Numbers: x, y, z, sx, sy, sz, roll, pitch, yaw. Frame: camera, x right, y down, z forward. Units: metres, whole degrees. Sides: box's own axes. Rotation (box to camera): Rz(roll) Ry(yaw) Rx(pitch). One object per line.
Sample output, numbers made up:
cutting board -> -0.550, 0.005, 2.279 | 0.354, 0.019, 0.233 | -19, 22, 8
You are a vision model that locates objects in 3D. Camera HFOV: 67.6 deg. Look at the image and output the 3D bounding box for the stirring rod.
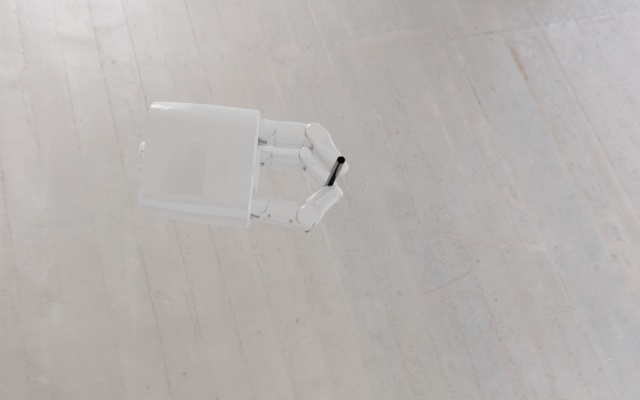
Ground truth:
stirring rod -> 0.000, 0.002, 0.552 | 0.011, 0.011, 0.240 | 0, -19, -10
